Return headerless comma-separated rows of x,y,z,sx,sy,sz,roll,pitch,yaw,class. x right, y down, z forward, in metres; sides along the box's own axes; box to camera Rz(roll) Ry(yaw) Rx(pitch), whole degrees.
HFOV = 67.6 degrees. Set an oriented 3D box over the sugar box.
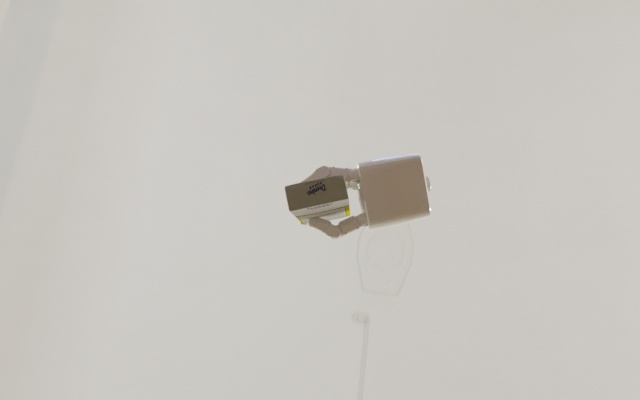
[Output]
0.000,0.002,0.789,0.093,0.048,0.176,-12,-13,1,sugar box
